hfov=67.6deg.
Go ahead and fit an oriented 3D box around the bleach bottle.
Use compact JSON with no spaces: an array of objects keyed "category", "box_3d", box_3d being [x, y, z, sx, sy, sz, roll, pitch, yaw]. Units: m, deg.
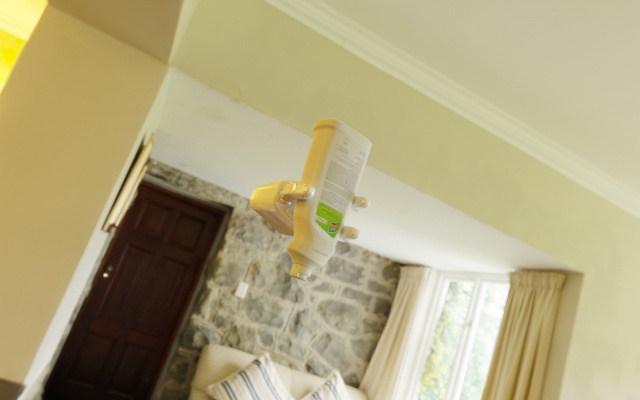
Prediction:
[{"category":"bleach bottle","box_3d":[0.000,0.003,0.764,0.102,0.250,0.068,27,-15,-30]}]
